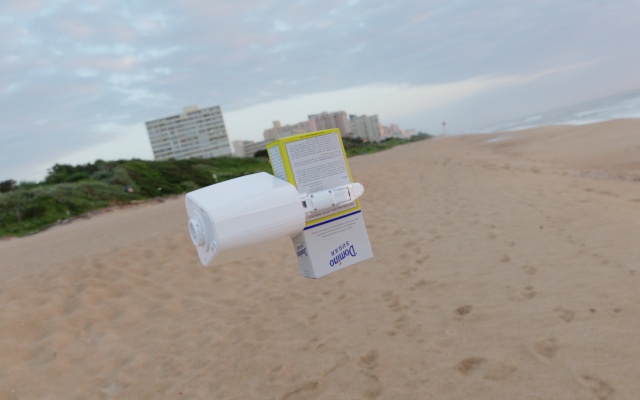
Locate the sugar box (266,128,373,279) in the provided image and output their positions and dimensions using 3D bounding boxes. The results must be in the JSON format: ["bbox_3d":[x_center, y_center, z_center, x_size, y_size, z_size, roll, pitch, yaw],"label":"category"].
[{"bbox_3d":[0.000,0.002,0.610,0.093,0.176,0.048,-16,5,-29],"label":"sugar box"}]
